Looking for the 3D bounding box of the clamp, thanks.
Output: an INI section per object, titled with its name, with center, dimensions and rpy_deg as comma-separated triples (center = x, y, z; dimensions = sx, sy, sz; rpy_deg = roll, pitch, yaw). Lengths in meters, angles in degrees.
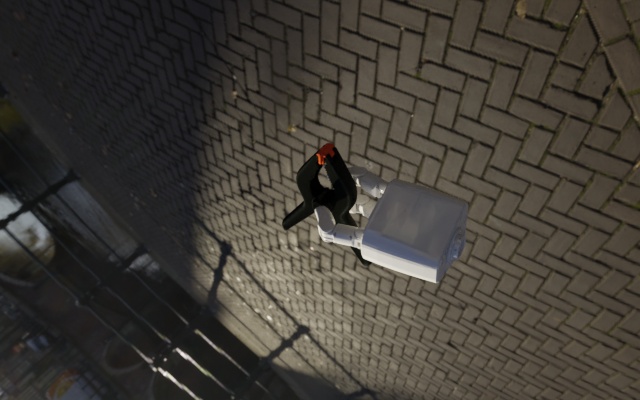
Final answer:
[clamp]
center = 0.000, 0.003, 0.709
dimensions = 0.164, 0.210, 0.036
rpy_deg = 16, 48, 25
